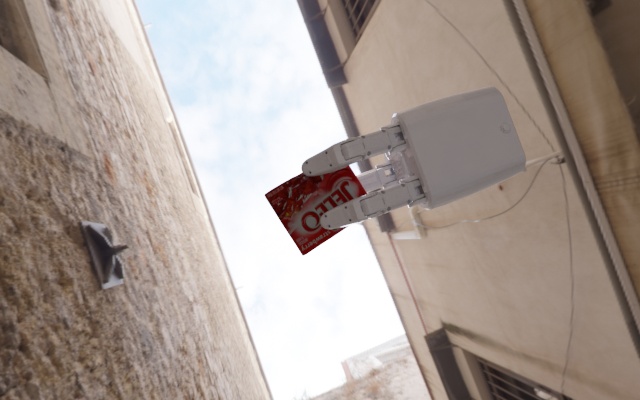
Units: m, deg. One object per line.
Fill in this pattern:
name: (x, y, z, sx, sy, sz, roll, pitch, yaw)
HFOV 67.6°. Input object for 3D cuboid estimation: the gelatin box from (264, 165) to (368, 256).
gelatin box: (0.000, 0.002, 0.481, 0.089, 0.073, 0.030, -32, -2, -2)
